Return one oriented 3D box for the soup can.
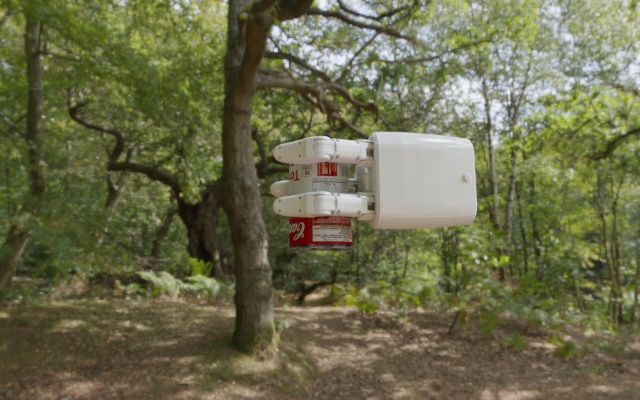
[{"bbox_3d":[0.000,0.001,0.511,0.068,0.102,0.068,-1,-8,0],"label":"soup can"}]
